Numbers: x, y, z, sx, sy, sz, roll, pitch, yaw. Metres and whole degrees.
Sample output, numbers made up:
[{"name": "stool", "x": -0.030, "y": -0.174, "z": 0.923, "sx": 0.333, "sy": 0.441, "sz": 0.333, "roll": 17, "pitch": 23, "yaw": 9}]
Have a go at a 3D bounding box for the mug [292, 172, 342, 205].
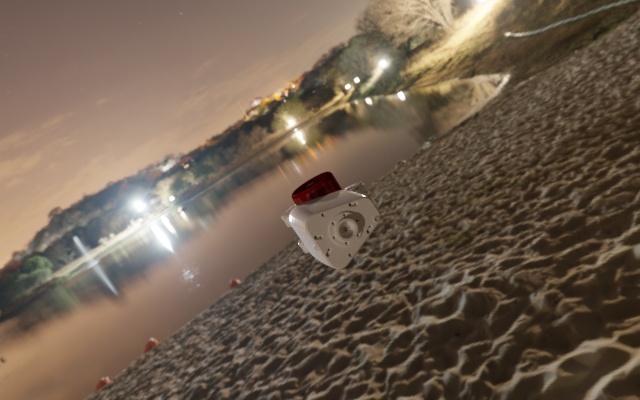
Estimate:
[{"name": "mug", "x": 0.000, "y": 0.002, "z": 0.836, "sx": 0.093, "sy": 0.081, "sz": 0.117, "roll": -34, "pitch": 12, "yaw": -11}]
